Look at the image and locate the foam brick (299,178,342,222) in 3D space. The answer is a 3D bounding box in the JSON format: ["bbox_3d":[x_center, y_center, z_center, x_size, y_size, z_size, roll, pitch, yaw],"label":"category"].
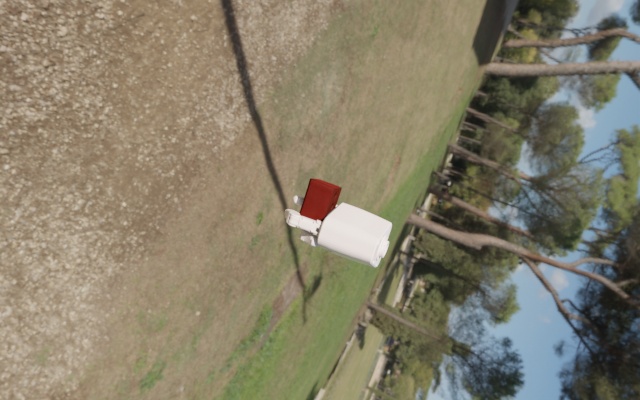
[{"bbox_3d":[0.000,0.003,0.898,0.051,0.078,0.053,20,9,18],"label":"foam brick"}]
